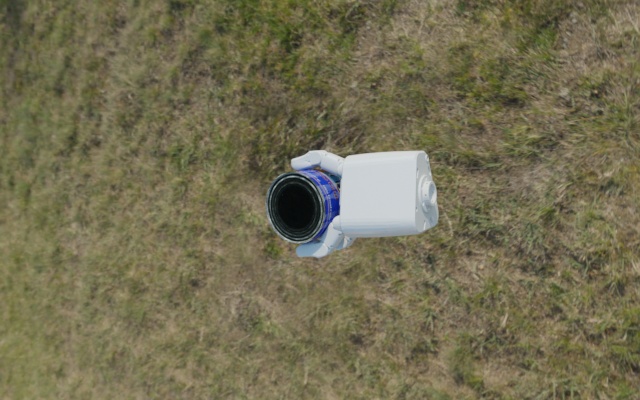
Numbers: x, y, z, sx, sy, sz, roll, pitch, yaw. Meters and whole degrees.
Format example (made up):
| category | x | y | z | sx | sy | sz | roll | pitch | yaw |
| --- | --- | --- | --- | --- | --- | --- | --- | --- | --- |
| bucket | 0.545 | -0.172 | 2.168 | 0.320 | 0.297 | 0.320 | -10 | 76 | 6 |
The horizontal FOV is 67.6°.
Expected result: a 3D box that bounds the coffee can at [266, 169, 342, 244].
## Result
| category | x | y | z | sx | sy | sz | roll | pitch | yaw |
| --- | --- | --- | --- | --- | --- | --- | --- | --- | --- |
| coffee can | 0.000 | 0.002 | 0.725 | 0.103 | 0.103 | 0.140 | 0 | 7 | 33 |
